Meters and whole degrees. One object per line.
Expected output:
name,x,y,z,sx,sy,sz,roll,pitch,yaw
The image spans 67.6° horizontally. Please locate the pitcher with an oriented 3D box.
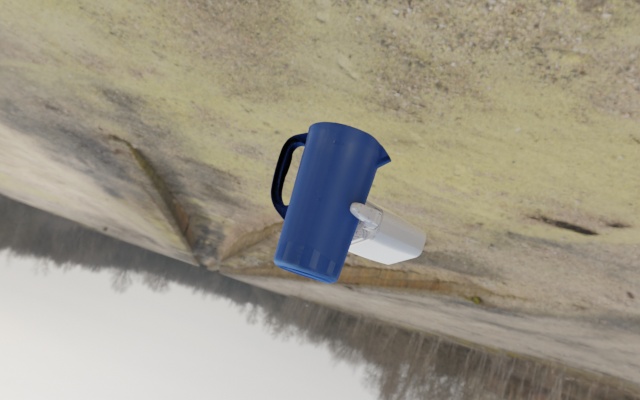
pitcher,0.000,0.003,0.783,0.145,0.242,0.149,24,-13,-26
